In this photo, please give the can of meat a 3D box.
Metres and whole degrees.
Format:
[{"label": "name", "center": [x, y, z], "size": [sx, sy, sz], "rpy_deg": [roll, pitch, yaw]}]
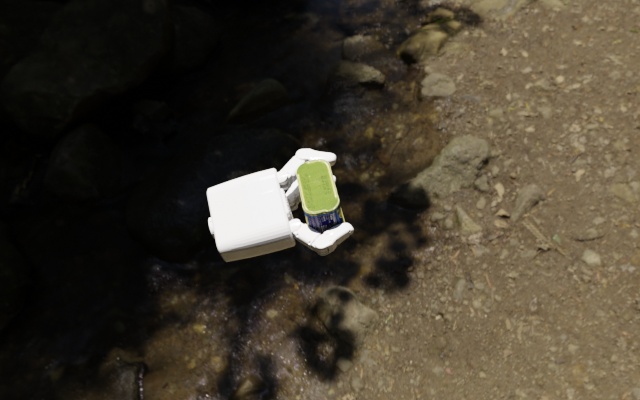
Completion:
[{"label": "can of meat", "center": [0.000, 0.002, 0.700], "size": [0.057, 0.102, 0.084], "rpy_deg": [-14, -36, 0]}]
